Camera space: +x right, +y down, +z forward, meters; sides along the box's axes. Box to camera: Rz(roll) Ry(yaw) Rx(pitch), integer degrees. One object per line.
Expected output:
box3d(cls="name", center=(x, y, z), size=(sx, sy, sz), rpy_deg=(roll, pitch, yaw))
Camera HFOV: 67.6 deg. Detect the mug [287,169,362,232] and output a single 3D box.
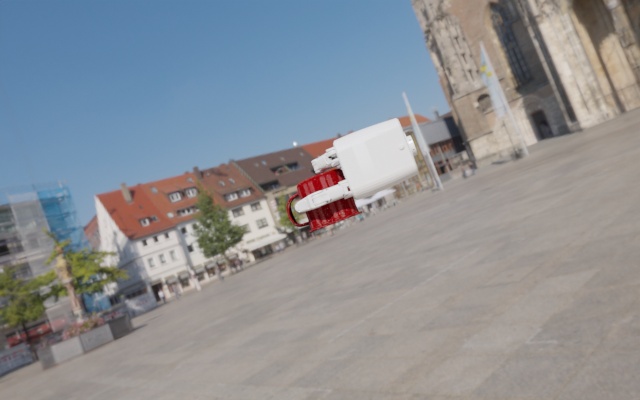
box3d(cls="mug", center=(-0.001, 0.003, 0.786), size=(0.117, 0.081, 0.093), rpy_deg=(-21, -3, 9))
